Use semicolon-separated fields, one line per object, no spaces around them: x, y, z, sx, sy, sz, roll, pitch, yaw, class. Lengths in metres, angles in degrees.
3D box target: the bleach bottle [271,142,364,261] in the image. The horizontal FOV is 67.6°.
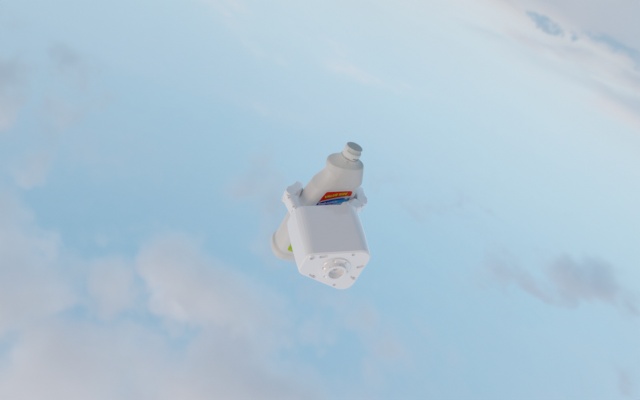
0.000;0.003;0.851;0.102;0.251;0.068;10;37;-25;bleach bottle
